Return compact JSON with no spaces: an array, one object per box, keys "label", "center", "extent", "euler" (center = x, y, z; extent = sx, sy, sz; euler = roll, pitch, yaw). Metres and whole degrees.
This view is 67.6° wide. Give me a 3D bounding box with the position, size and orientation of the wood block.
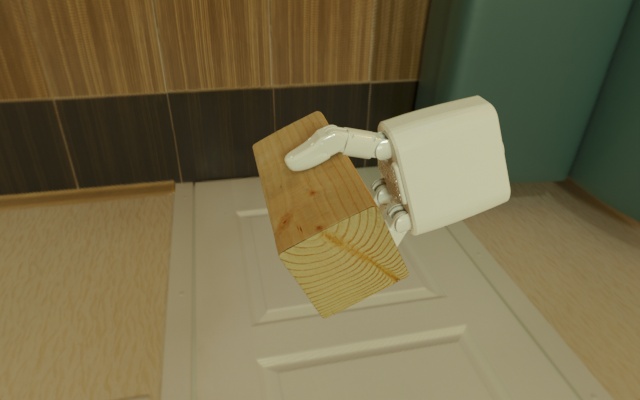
[{"label":"wood block","center":[0.000,0.001,0.484],"extent":[0.090,0.091,0.206],"euler":[-27,34,3]}]
